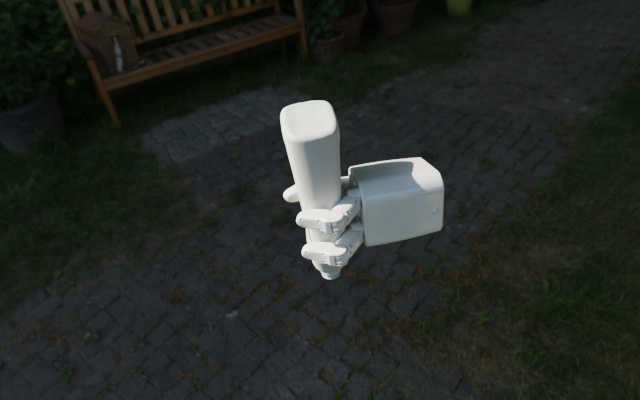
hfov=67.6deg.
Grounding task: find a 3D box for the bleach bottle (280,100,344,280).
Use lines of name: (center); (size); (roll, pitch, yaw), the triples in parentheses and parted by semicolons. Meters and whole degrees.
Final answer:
bleach bottle: (0.000, 0.002, 0.641); (0.068, 0.251, 0.102); (-10, 36, -2)
